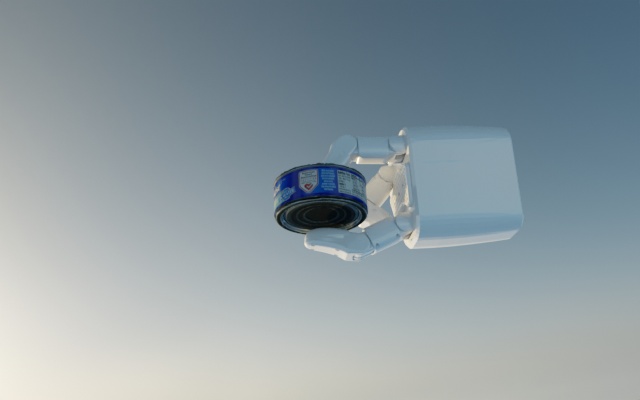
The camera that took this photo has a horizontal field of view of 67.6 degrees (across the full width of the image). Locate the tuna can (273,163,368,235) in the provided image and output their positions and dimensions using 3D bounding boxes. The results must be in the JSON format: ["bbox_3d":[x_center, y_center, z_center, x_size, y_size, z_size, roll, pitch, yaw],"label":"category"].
[{"bbox_3d":[0.000,0.002,0.434,0.086,0.033,0.086,-2,-26,-1],"label":"tuna can"}]
